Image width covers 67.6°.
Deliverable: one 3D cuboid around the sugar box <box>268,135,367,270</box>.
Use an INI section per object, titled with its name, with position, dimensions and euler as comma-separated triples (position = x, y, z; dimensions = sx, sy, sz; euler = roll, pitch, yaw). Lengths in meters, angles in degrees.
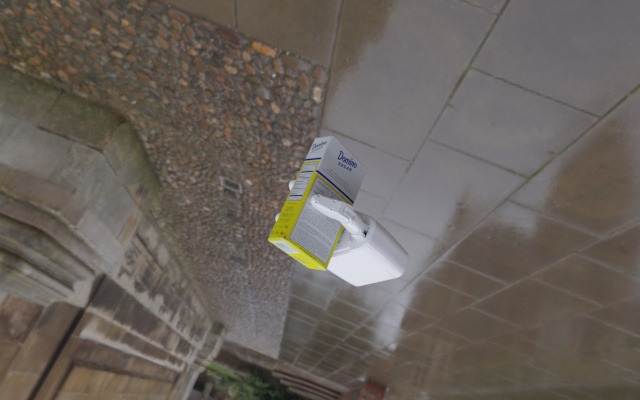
[sugar box]
position = 0.000, 0.002, 0.701
dimensions = 0.048, 0.176, 0.093
euler = -3, -34, 45
